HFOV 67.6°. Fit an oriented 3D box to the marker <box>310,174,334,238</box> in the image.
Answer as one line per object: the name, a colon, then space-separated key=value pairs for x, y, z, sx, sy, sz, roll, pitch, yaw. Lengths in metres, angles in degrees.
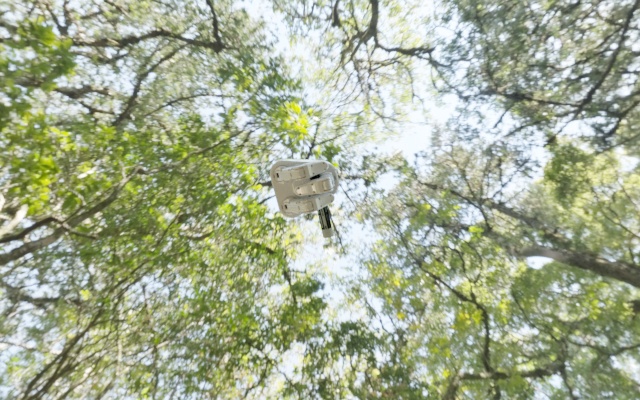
marker: x=0.000 y=0.003 z=0.792 sx=0.020 sy=0.121 sz=0.020 roll=-13 pitch=10 yaw=2
